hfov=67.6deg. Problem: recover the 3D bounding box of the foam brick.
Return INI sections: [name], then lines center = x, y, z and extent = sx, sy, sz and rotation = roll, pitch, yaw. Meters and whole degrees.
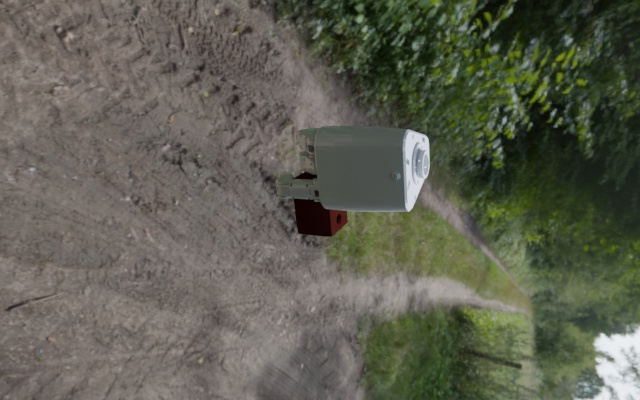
[foam brick]
center = 0.000, 0.002, 0.625
extent = 0.051, 0.078, 0.053
rotation = 4, 21, 26
